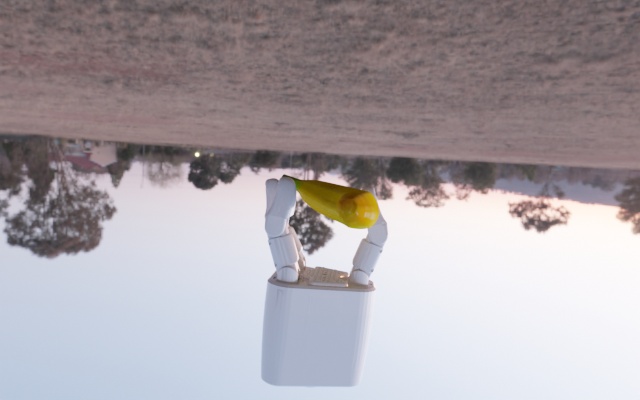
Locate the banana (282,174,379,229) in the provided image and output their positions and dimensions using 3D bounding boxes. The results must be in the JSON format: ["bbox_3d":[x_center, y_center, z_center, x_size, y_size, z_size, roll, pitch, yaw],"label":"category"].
[{"bbox_3d":[0.016,0.004,0.459,0.069,0.037,0.198,8,4,-21],"label":"banana"}]
